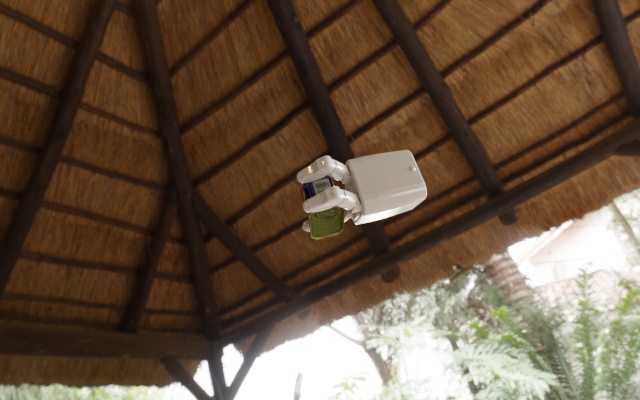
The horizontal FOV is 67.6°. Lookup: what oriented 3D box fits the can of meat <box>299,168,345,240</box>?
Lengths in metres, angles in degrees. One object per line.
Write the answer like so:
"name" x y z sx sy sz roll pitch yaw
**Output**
"can of meat" 0.000 0.002 0.777 0.057 0.084 0.102 -14 -29 -6
